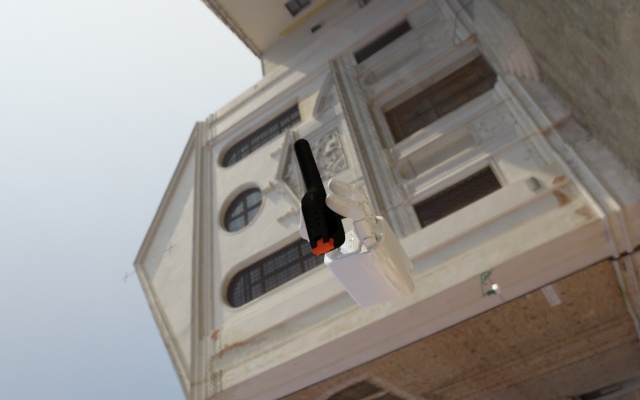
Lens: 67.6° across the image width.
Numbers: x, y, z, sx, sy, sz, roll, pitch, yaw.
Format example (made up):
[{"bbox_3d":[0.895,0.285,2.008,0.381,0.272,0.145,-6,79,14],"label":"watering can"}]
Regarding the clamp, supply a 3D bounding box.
[{"bbox_3d":[0.000,0.003,0.720,0.036,0.164,0.210,-28,21,18],"label":"clamp"}]
